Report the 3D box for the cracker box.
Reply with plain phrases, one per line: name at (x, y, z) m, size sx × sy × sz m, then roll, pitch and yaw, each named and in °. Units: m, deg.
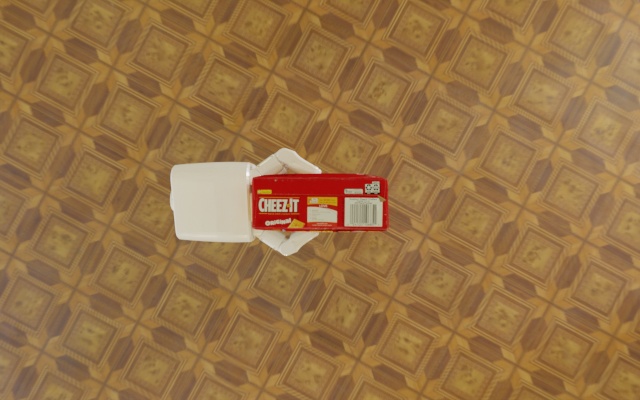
cracker box at (0.000, 0.002, 0.665) m, size 0.164 × 0.072 × 0.213 m, roll 0°, pitch 1°, yaw 0°
